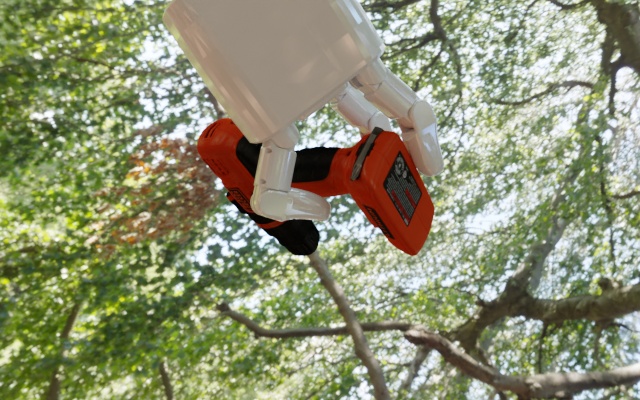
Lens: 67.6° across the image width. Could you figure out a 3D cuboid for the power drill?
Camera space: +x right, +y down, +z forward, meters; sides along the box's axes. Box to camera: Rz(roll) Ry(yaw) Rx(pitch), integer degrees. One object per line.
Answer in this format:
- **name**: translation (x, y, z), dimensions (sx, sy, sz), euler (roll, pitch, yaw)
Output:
- **power drill**: translation (0.000, 0.001, 0.426), dimensions (0.187, 0.057, 0.184), euler (3, -35, 37)
